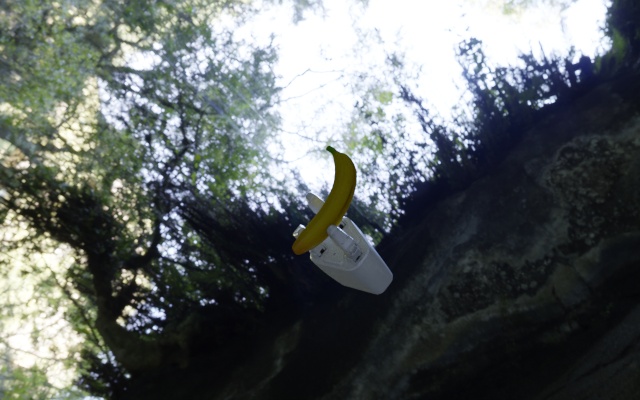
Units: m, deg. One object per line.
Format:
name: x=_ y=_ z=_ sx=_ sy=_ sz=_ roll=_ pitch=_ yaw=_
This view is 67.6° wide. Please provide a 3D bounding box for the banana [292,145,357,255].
banana: x=0.017 y=0.000 z=0.754 sx=0.069 sy=0.197 sz=0.037 roll=1 pitch=-31 yaw=34
